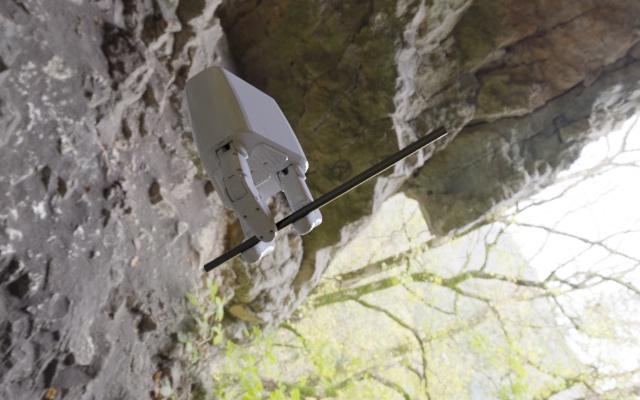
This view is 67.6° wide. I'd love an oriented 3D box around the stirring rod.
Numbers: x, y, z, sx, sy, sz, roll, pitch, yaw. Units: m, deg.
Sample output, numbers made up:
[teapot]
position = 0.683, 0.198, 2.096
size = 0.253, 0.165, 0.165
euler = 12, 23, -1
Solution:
[stirring rod]
position = 0.000, 0.001, 0.412
size = 0.239, 0.011, 0.011
euler = -30, -5, 8
